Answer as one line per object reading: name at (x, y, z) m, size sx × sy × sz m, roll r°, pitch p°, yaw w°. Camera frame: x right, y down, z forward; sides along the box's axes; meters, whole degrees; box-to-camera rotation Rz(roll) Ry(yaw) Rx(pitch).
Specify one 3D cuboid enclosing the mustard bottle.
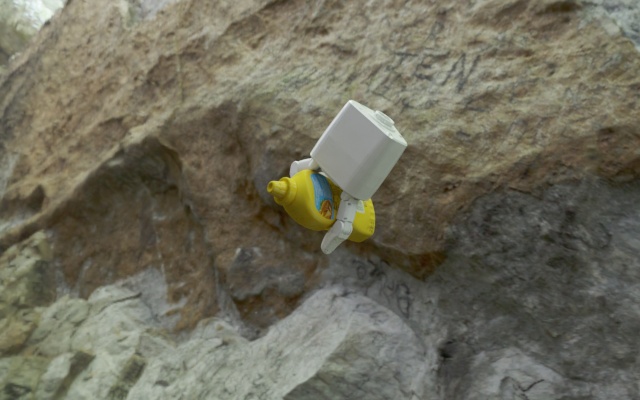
mustard bottle at (0.000, 0.003, 0.741) m, size 0.192 × 0.096 × 0.058 m, roll 17°, pitch -38°, yaw -39°
